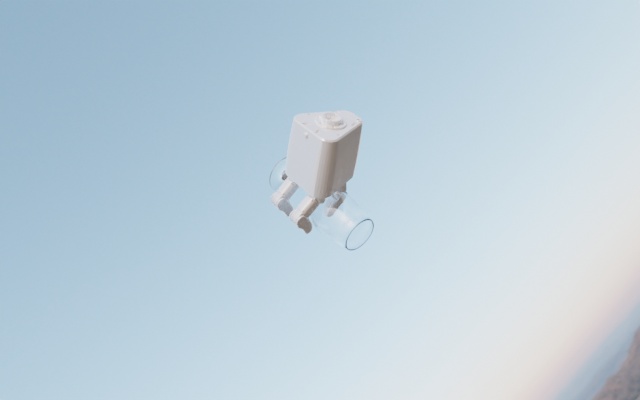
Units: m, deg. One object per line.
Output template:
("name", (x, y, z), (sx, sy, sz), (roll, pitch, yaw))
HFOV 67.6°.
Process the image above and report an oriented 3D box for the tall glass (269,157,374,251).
("tall glass", (0.000, 0.002, 0.819), (0.079, 0.079, 0.201), (0, 32, -49))
